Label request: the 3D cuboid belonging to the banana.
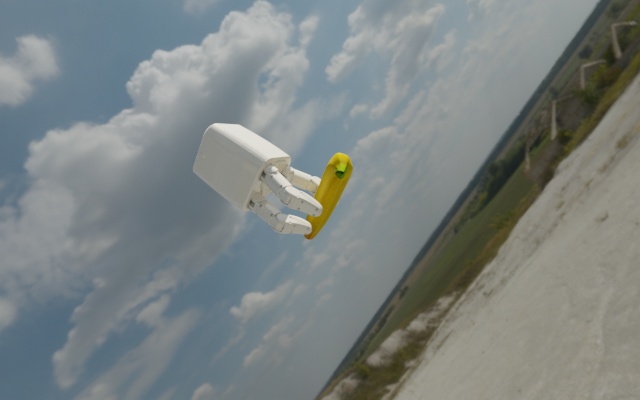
[{"bbox_3d":[0.010,-0.012,0.696,0.037,0.069,0.198,33,-33,7],"label":"banana"}]
